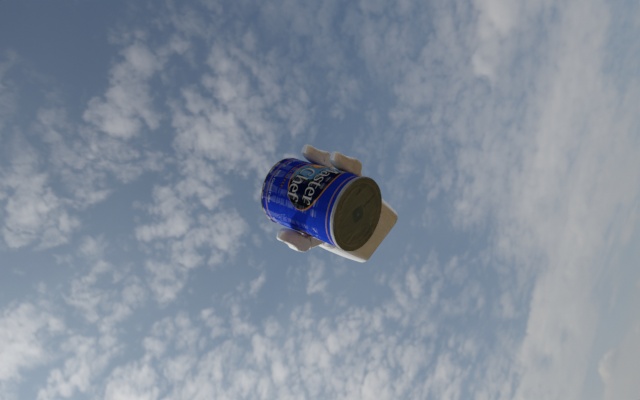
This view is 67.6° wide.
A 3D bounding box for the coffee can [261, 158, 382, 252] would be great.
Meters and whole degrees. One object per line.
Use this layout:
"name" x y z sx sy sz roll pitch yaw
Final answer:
"coffee can" 0.000 0.002 0.675 0.140 0.103 0.103 18 12 39
